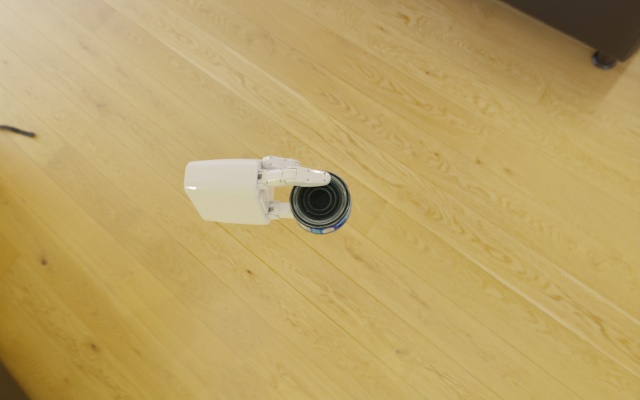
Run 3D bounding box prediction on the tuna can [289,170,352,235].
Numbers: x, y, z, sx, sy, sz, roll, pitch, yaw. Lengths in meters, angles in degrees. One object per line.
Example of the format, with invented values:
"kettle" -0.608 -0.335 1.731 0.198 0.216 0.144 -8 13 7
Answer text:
"tuna can" 0.000 0.002 0.664 0.086 0.086 0.034 0 -17 5
